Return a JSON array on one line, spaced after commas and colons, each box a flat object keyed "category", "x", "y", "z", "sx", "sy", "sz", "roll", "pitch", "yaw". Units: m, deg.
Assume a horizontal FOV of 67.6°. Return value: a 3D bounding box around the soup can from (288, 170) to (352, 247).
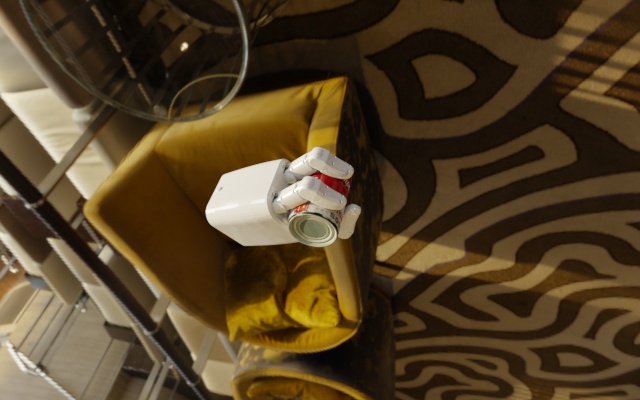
[{"category": "soup can", "x": 0.001, "y": 0.002, "z": 0.635, "sx": 0.068, "sy": 0.102, "sz": 0.069, "roll": 9, "pitch": -42, "yaw": 8}]
